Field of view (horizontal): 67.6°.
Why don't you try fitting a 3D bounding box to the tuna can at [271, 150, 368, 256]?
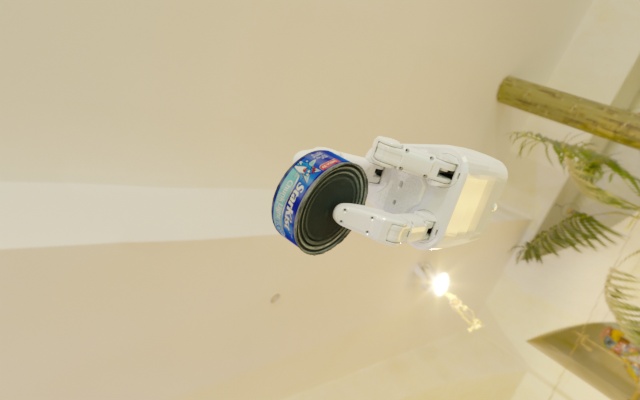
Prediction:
[{"bbox_3d":[0.000,0.001,0.405,0.033,0.086,0.086,32,19,35],"label":"tuna can"}]
